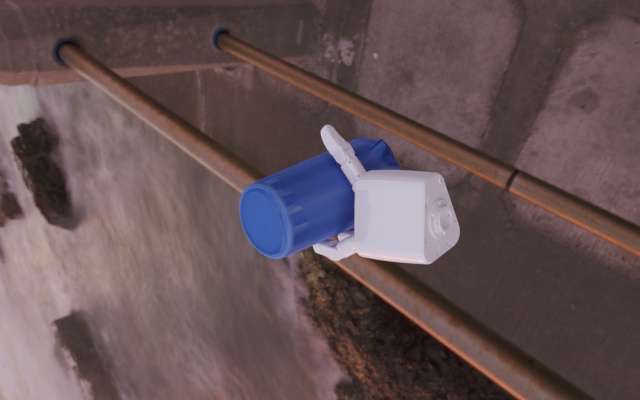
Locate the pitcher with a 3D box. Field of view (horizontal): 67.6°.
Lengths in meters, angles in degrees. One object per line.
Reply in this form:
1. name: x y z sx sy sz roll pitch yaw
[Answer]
1. pitcher: 0.000 0.002 0.716 0.145 0.149 0.243 3 19 45
